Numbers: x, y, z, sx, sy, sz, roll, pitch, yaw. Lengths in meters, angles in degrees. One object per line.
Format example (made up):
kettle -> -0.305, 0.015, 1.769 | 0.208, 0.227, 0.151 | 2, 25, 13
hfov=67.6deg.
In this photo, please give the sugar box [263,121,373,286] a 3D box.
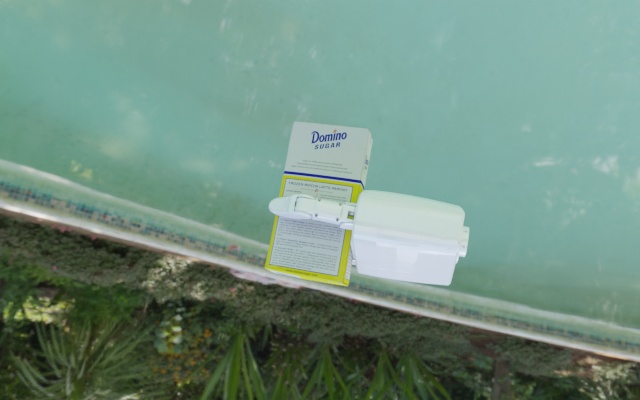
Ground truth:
sugar box -> 0.000, 0.002, 0.547 | 0.093, 0.176, 0.048 | 9, -14, 13
